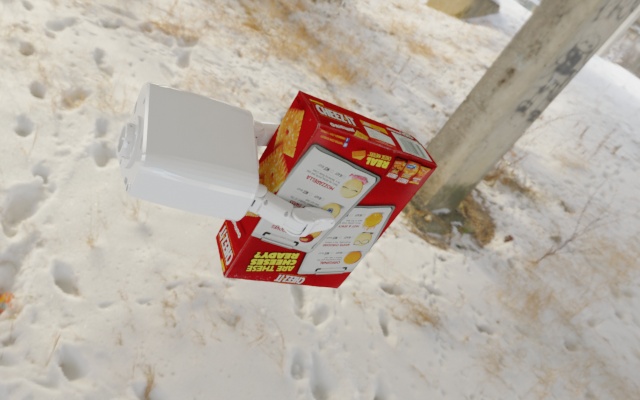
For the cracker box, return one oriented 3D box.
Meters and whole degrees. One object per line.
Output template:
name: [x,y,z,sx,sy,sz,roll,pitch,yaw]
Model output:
cracker box: [0.000,0.002,0.541,0.164,0.214,0.072,13,36,-34]
